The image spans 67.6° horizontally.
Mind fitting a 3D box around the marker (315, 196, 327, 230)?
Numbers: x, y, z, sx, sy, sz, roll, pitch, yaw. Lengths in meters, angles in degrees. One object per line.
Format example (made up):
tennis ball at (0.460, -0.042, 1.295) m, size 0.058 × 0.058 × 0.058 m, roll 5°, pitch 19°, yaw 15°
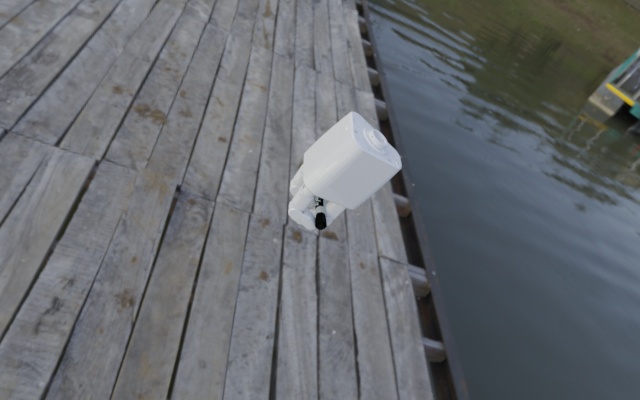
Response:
marker at (0.000, 0.003, 0.784) m, size 0.020 × 0.020 × 0.121 m, roll 0°, pitch 42°, yaw -1°
